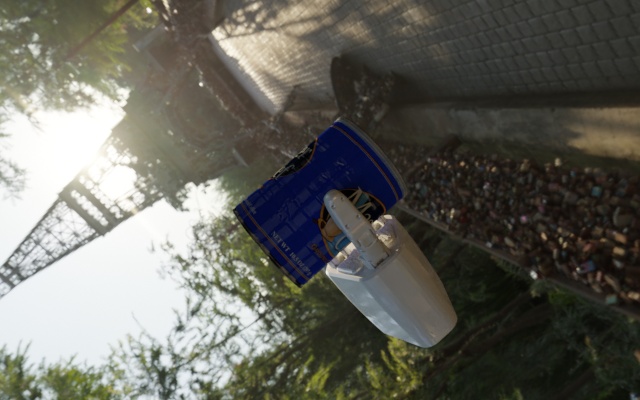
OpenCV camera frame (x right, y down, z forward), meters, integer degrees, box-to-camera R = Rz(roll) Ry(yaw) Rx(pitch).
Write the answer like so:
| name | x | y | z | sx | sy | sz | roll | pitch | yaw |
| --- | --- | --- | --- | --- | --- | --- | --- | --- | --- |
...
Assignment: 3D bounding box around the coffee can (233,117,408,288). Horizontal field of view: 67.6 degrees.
| name | x | y | z | sx | sy | sz | roll | pitch | yaw |
| --- | --- | --- | --- | --- | --- | --- | --- | --- | --- |
| coffee can | 0.000 | 0.001 | 0.472 | 0.140 | 0.103 | 0.103 | -41 | 3 | -4 |
